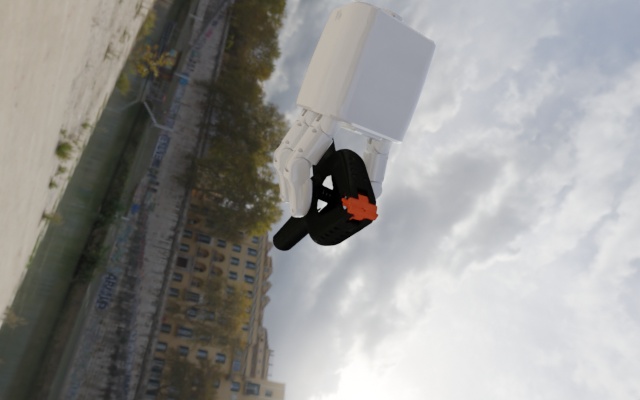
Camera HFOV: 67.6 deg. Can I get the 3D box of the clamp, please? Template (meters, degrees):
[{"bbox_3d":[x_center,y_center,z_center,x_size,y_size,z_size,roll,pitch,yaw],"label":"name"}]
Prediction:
[{"bbox_3d":[0.001,0.002,0.489,0.036,0.164,0.210,16,10,-20],"label":"clamp"}]
